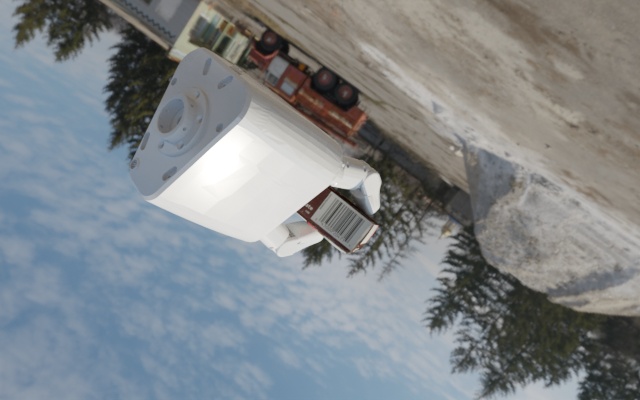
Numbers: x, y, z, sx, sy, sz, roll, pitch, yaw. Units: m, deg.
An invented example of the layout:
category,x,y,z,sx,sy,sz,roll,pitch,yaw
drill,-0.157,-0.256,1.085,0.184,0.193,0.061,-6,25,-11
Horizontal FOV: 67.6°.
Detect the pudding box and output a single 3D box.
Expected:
category,x,y,z,sx,sy,sz,roll,pitch,yaw
pudding box,0.000,0.002,0.452,0.113,0.039,0.090,40,4,9
